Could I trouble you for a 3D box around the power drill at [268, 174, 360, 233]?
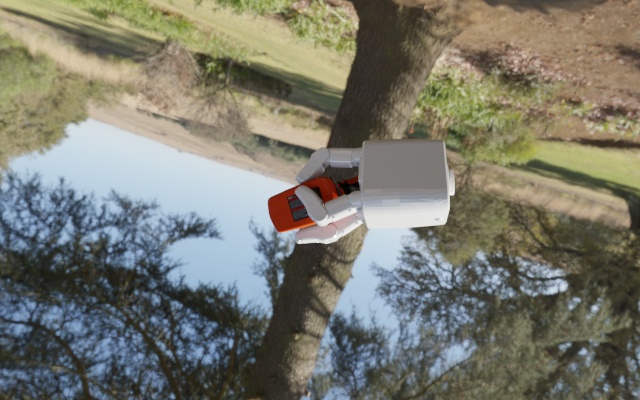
[{"bbox_3d":[0.000,0.002,0.719,0.184,0.057,0.187,-21,-3,26],"label":"power drill"}]
